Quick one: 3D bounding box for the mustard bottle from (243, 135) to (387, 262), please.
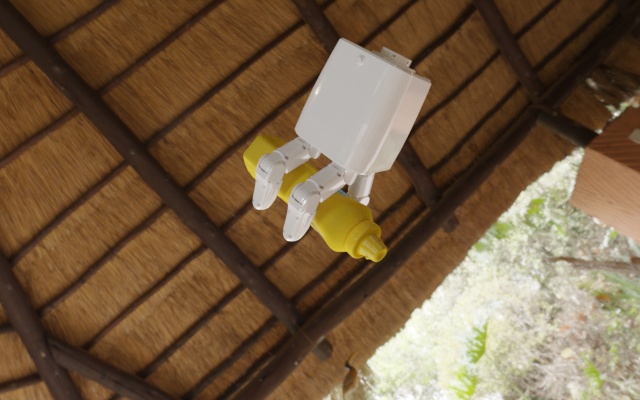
[{"bbox_3d":[0.000,0.002,0.523,0.191,0.058,0.096,40,-1,34],"label":"mustard bottle"}]
